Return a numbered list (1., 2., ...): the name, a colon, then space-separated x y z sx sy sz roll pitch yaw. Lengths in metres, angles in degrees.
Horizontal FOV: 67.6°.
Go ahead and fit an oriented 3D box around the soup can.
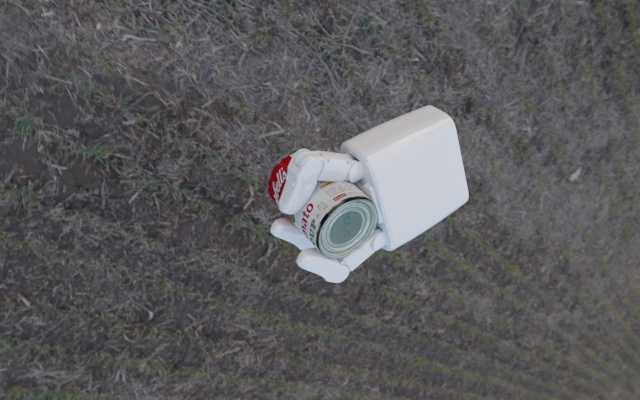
1. soup can: 0.000 0.002 0.466 0.068 0.068 0.102 0 30 -37
